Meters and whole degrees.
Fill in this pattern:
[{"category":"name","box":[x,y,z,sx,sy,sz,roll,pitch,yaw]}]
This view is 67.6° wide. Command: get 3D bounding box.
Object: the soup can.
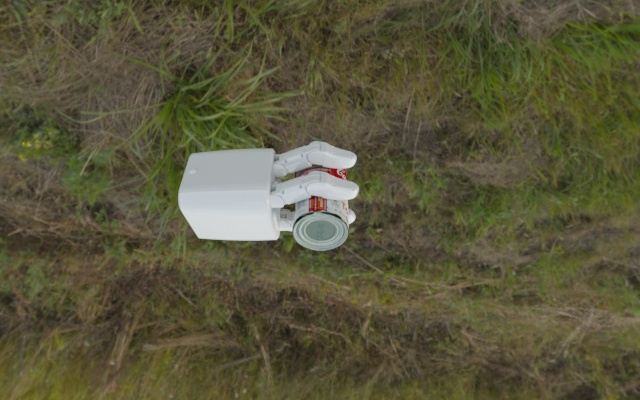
[{"category":"soup can","box":[0.001,0.002,0.588,0.068,0.069,0.102,0,45,0]}]
